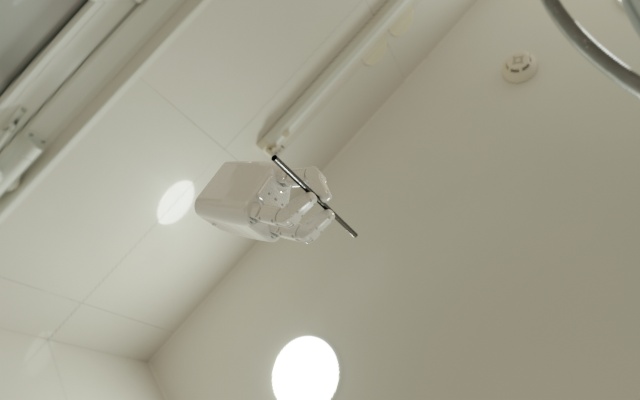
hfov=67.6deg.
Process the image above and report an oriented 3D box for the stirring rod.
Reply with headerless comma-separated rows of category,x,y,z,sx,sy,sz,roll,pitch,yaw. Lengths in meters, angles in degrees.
stirring rod,0.000,0.002,0.657,0.011,0.011,0.240,0,-26,30
